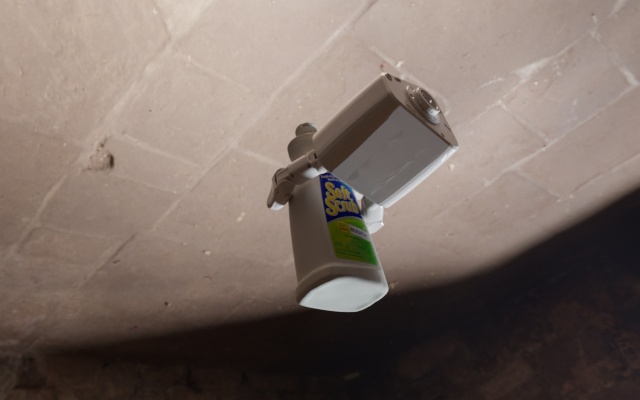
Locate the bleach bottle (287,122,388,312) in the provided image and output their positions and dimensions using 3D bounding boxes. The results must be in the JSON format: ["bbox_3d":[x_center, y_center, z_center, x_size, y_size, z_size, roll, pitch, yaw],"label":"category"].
[{"bbox_3d":[0.000,0.002,0.565,0.102,0.250,0.068,18,-47,-38],"label":"bleach bottle"}]
